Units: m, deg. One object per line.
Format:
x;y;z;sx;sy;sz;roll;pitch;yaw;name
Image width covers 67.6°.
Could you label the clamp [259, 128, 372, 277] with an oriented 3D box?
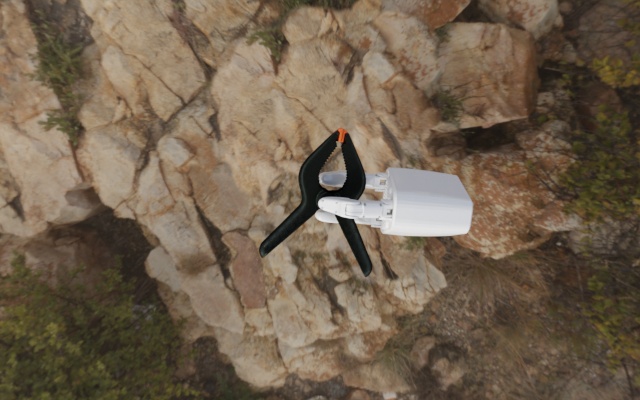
0.000;0.002;0.671;0.164;0.210;0.036;4;10;-3;clamp
